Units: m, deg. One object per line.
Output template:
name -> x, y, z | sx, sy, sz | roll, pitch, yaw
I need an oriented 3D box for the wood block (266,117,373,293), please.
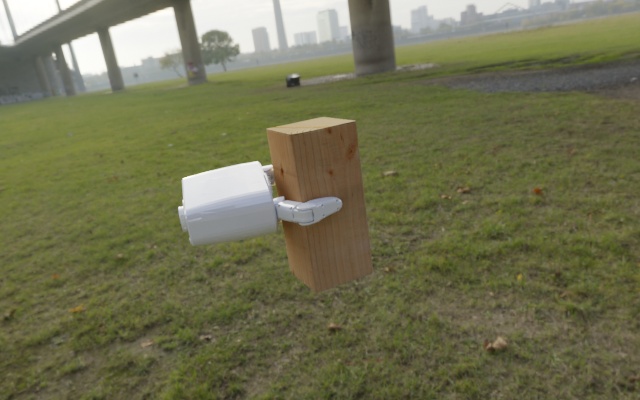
wood block -> 0.000, 0.002, 0.632 | 0.090, 0.206, 0.091 | -16, 19, -23
